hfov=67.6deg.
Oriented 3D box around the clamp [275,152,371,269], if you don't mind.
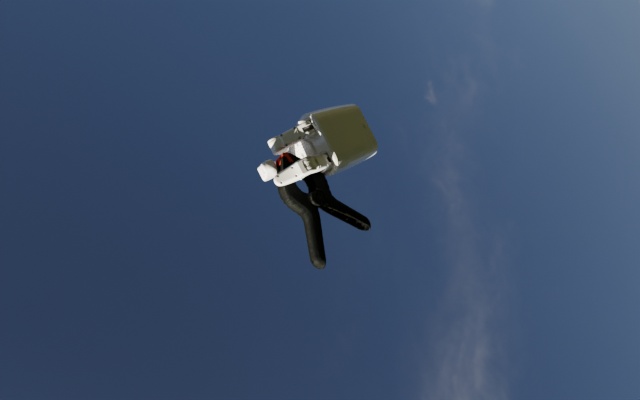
[{"bbox_3d":[0.000,0.002,0.696,0.120,0.171,0.039,-24,-4,-42],"label":"clamp"}]
